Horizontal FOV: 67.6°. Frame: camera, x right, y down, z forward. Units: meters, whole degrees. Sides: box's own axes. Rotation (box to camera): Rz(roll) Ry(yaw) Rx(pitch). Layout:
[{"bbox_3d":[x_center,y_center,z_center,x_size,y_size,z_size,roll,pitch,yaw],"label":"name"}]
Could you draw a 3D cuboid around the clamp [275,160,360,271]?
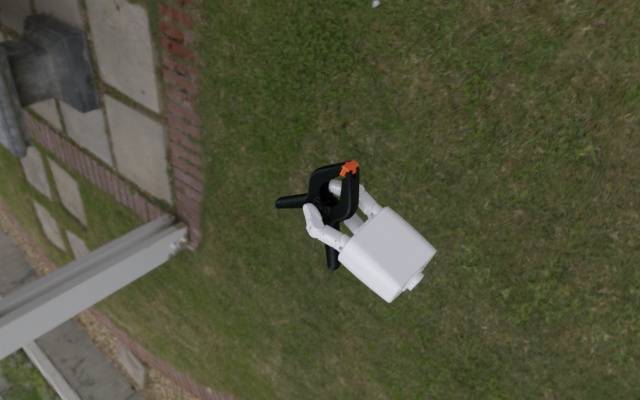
[{"bbox_3d":[0.000,0.003,0.784,0.164,0.210,0.036,42,47,18],"label":"clamp"}]
